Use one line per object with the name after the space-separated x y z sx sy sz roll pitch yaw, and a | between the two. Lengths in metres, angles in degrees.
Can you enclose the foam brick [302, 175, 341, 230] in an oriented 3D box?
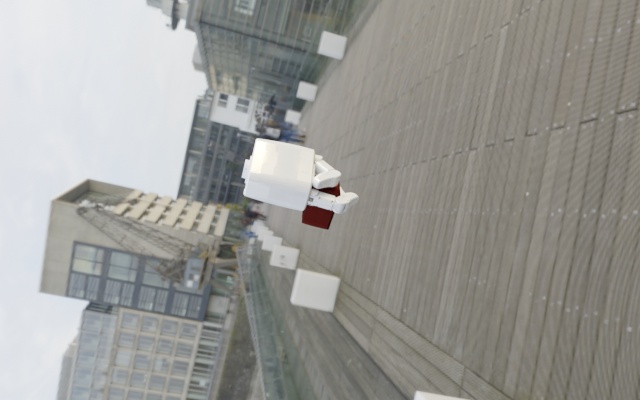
0.000 0.003 0.855 0.051 0.078 0.053 12 33 -10 | foam brick
